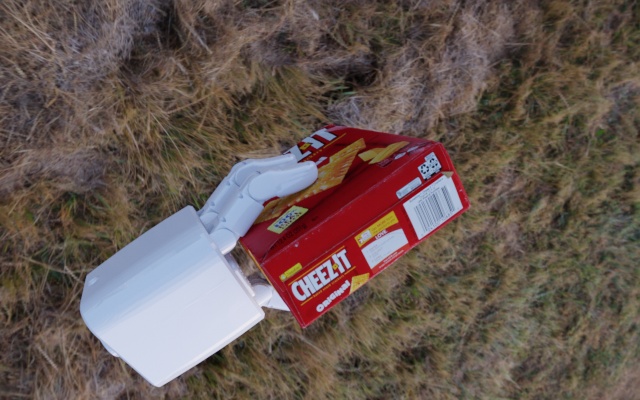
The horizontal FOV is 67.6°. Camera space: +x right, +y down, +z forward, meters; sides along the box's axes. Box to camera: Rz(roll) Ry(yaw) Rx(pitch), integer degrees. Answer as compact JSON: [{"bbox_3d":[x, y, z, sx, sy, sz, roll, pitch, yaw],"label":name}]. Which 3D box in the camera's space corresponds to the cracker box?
[{"bbox_3d":[0.000,0.002,0.439,0.164,0.072,0.213,-34,22,-11],"label":"cracker box"}]
